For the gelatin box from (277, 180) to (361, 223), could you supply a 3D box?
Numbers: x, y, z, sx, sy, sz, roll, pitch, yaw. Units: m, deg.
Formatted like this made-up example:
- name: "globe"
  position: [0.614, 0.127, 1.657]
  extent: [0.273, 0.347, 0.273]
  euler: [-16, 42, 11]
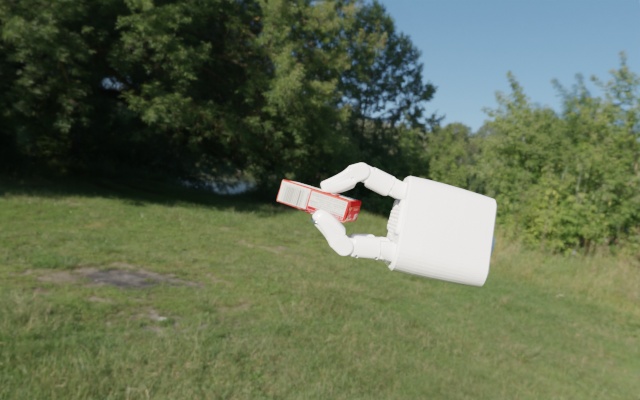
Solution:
- name: "gelatin box"
  position: [0.000, 0.001, 0.586]
  extent: [0.089, 0.030, 0.073]
  euler: [18, 3, 13]
